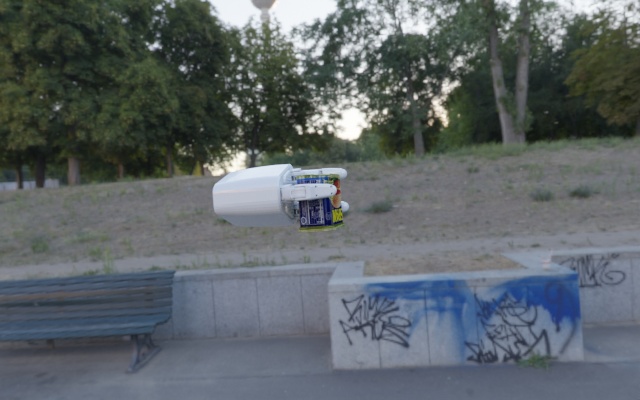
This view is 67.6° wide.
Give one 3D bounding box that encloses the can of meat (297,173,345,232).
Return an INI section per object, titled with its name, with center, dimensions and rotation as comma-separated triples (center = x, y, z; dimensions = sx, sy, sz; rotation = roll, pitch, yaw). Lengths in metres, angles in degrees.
[can of meat]
center = 0.000, 0.002, 0.735
dimensions = 0.057, 0.084, 0.102
rotation = -4, 0, 14
